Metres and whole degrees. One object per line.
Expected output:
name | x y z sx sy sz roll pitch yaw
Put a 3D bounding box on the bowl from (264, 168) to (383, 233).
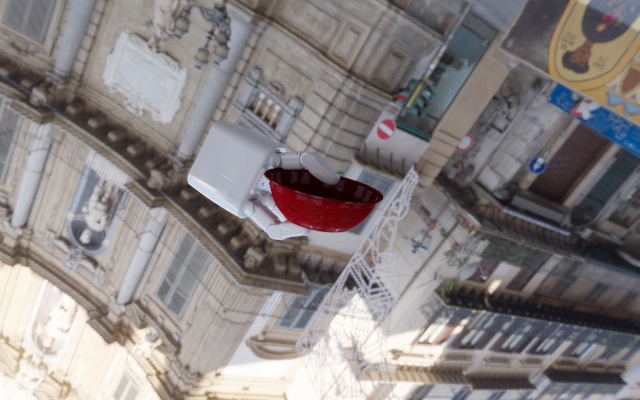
bowl | 0.001 0.003 0.641 0.162 0.055 0.162 11 14 -3
